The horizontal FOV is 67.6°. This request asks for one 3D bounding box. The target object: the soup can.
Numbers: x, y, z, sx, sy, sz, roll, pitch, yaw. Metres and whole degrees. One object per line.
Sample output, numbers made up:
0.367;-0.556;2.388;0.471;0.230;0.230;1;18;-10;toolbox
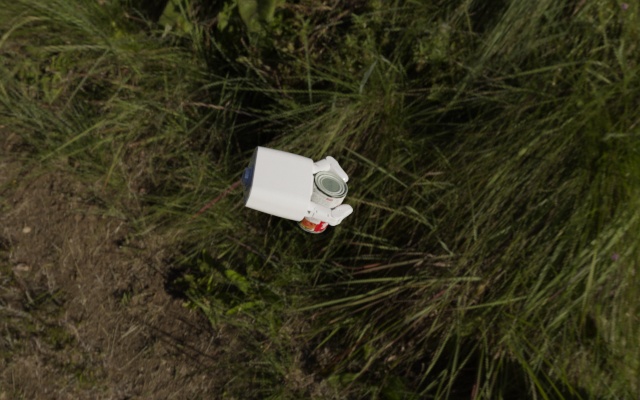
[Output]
0.001;0.003;0.891;0.068;0.068;0.102;0;-42;-31;soup can
